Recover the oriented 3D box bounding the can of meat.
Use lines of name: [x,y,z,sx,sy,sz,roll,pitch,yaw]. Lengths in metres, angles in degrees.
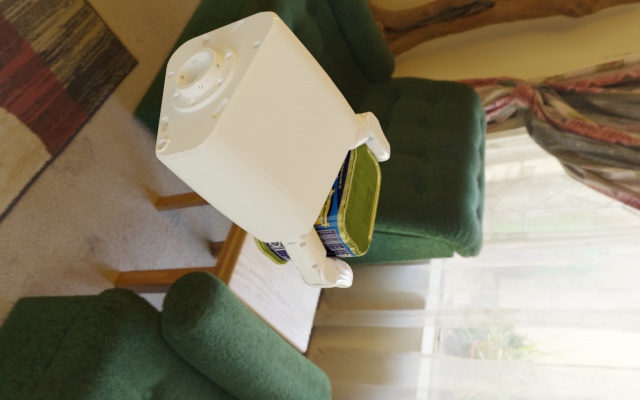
can of meat: [0.000,0.001,0.410,0.084,0.102,0.057,-8,-37,30]
